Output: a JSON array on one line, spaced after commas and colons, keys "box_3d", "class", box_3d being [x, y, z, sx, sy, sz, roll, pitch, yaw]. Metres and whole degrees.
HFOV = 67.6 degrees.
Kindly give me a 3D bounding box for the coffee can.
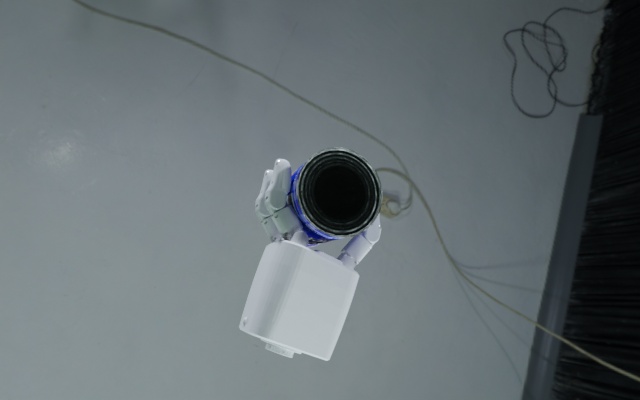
[{"box_3d": [0.000, 0.002, 0.592, 0.103, 0.103, 0.140, 0, -10, -19], "class": "coffee can"}]
